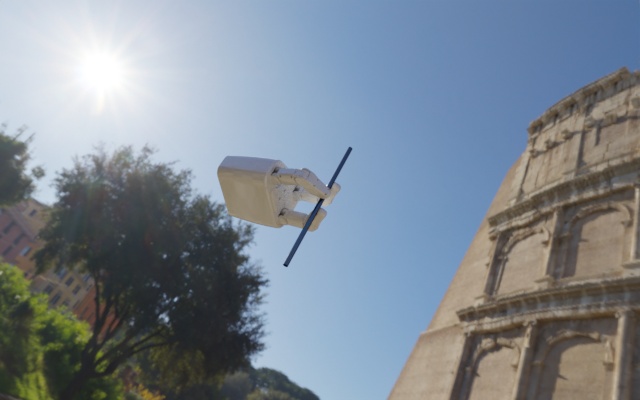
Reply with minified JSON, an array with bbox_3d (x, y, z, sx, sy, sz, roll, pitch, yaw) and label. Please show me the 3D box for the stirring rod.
[{"bbox_3d":[0.000,0.002,0.738,0.011,0.239,0.011,21,-32,14],"label":"stirring rod"}]
